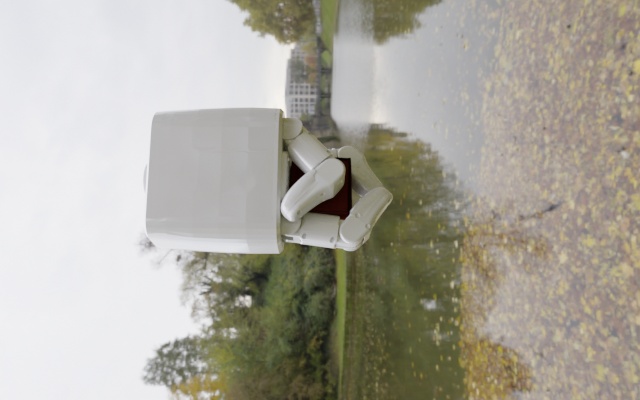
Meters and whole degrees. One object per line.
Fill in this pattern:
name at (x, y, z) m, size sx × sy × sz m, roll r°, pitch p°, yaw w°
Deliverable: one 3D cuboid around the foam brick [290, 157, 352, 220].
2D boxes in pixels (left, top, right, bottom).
foam brick at (0.000, 0.002, 0.426) m, size 0.051 × 0.053 × 0.078 m, roll 1°, pitch -25°, yaw 0°
